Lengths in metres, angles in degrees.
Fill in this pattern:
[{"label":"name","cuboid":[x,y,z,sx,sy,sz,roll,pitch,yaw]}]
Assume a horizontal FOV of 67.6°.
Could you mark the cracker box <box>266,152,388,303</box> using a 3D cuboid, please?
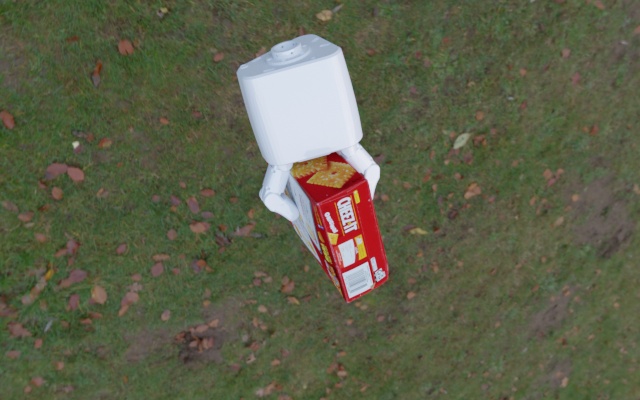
[{"label":"cracker box","cuboid":[0.000,0.002,0.628,0.072,0.164,0.213,-26,37,-11]}]
